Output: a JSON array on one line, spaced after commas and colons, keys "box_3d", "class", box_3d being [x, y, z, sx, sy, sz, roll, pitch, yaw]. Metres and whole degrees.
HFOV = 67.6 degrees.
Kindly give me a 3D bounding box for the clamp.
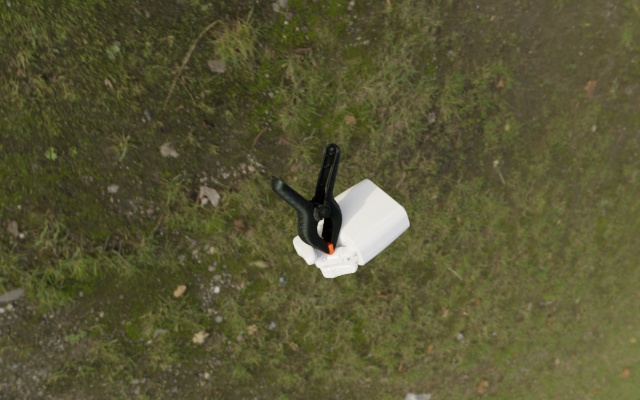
[{"box_3d": [0.000, 0.003, 0.703, 0.120, 0.172, 0.039, -36, 41, -18], "class": "clamp"}]
